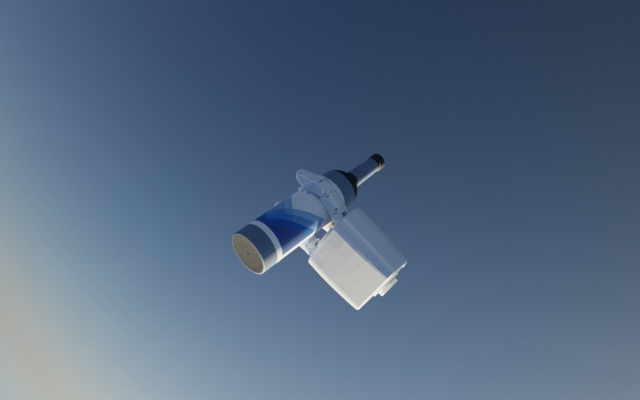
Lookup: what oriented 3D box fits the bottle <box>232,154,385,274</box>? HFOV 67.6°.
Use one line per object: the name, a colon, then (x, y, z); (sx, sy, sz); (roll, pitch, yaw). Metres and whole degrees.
bottle: (0.000, 0.002, 0.729); (0.295, 0.069, 0.069); (-35, 22, -35)
